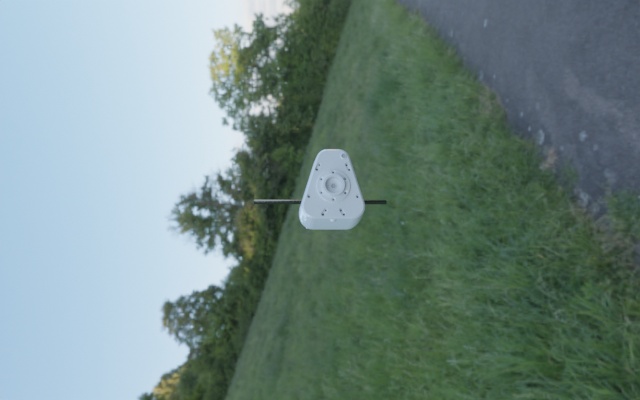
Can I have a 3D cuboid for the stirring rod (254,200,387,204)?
[{"bbox_3d":[0.000,0.003,0.868,0.239,0.011,0.011,0,0,-2],"label":"stirring rod"}]
